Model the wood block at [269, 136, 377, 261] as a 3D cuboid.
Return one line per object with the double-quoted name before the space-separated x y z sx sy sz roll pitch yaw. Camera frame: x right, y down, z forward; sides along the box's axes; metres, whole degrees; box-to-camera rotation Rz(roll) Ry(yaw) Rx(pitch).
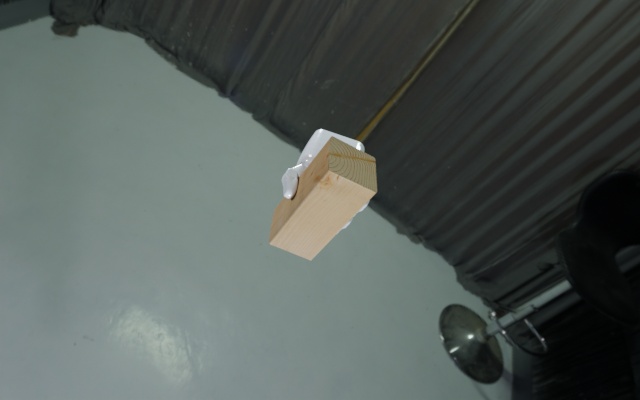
"wood block" 0.000 0.002 0.824 0.091 0.090 0.206 25 -49 -19
